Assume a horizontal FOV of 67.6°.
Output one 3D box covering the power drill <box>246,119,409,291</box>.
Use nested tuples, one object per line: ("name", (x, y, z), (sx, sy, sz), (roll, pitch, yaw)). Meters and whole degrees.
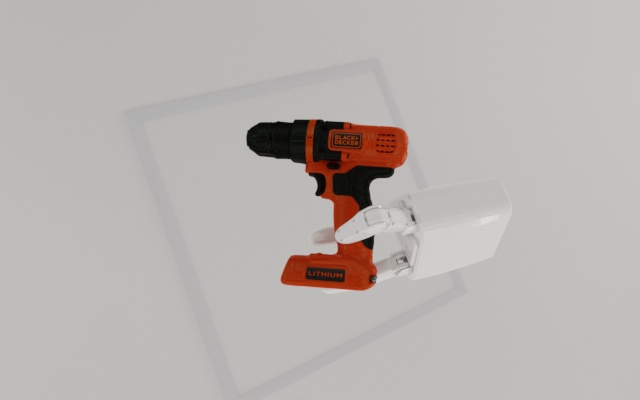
("power drill", (0.000, 0.002, 0.534), (0.184, 0.187, 0.057), (4, -2, 10))
